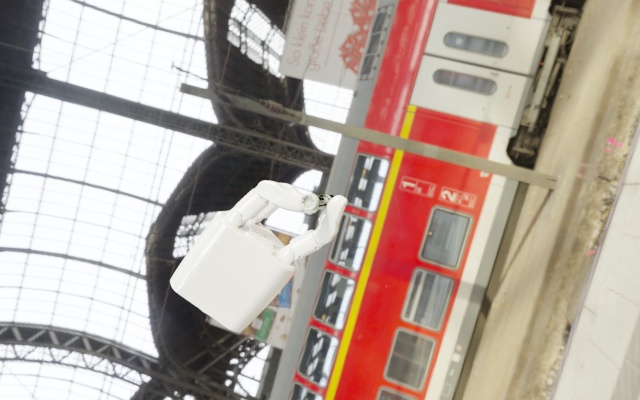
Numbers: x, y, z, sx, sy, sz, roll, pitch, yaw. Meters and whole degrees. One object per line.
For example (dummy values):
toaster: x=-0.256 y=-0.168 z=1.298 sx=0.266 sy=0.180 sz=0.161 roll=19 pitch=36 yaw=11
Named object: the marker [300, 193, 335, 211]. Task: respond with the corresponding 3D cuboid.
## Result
marker: x=0.000 y=0.002 z=0.560 sx=0.020 sy=0.020 sz=0.121 roll=0 pitch=0 yaw=13
